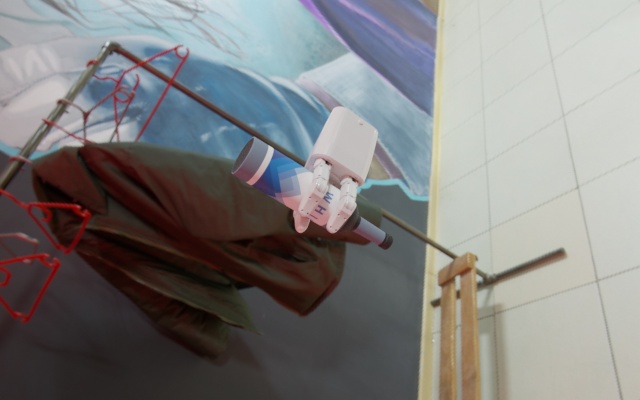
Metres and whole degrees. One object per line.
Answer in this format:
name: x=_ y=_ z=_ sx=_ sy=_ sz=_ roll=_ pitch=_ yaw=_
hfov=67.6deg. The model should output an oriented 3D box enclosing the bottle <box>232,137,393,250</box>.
bottle: x=0.000 y=0.002 z=0.776 sx=0.296 sy=0.069 sz=0.069 roll=31 pitch=-12 yaw=-21
